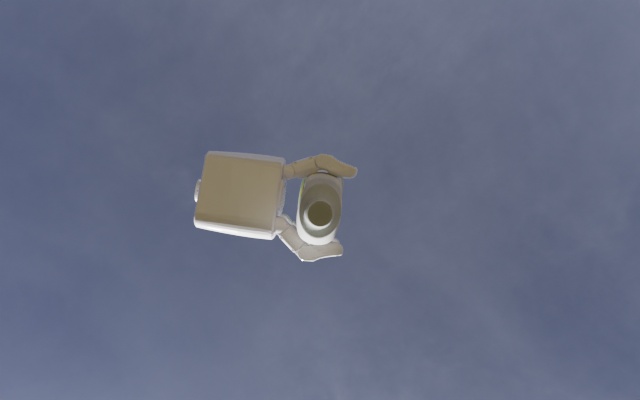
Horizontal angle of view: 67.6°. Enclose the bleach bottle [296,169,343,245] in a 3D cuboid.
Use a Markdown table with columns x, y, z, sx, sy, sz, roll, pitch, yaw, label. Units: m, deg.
| x | y | z | sx | sy | sz | roll | pitch | yaw | label |
| --- | --- | --- | --- | --- | --- | --- | --- | --- | --- |
| 0.000 | 0.002 | 0.650 | 0.068 | 0.102 | 0.251 | 9 | 2 | -1 | bleach bottle |
